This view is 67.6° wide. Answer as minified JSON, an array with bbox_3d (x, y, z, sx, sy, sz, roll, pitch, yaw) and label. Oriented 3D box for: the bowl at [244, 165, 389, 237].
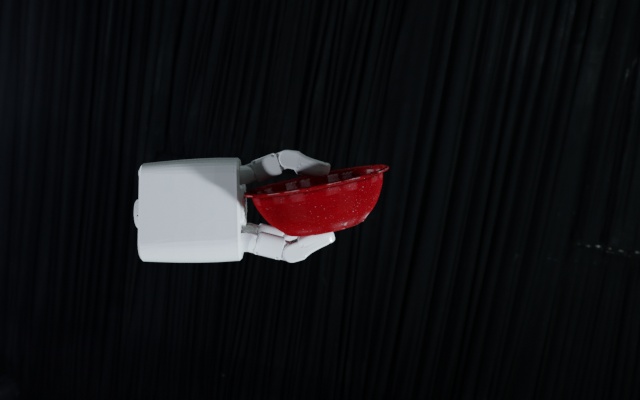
[{"bbox_3d":[0.001,0.002,0.530,0.162,0.055,0.162,-11,7,1],"label":"bowl"}]
